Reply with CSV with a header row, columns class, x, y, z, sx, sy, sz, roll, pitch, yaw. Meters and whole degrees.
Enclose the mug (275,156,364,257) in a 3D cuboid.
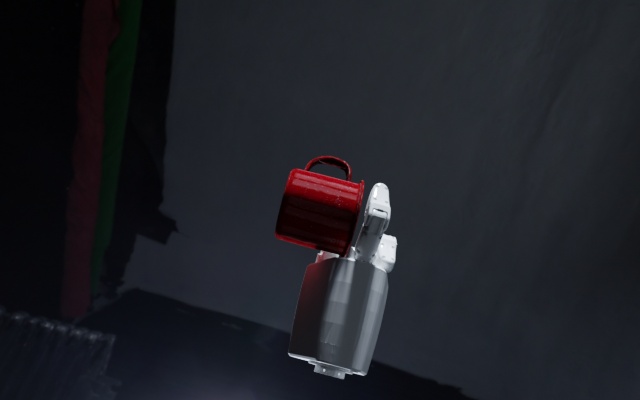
class,x,y,z,sx,sy,sz,roll,pitch,yaw
mug,0.000,0.000,0.538,0.081,0.117,0.093,15,-21,-1
